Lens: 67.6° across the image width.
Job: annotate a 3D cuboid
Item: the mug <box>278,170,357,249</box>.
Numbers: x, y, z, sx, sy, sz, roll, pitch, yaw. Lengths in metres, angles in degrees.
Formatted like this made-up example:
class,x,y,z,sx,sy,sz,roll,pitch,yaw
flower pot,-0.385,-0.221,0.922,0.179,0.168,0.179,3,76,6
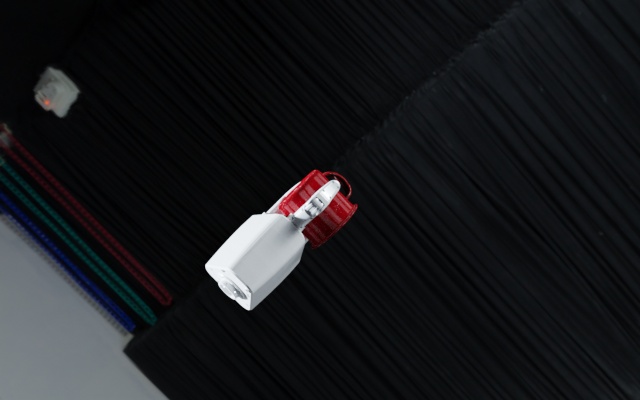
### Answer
class,x,y,z,sx,sy,sz,roll,pitch,yaw
mug,0.001,0.001,0.705,0.117,0.081,0.093,-47,6,-29
